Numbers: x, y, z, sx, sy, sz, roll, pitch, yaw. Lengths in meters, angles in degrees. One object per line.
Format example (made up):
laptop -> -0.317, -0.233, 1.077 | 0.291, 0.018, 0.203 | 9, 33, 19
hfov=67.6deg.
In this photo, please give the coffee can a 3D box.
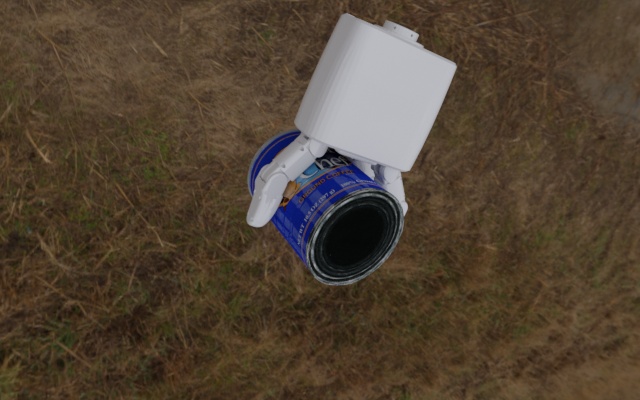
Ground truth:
coffee can -> 0.000, 0.002, 0.477 | 0.103, 0.103, 0.140 | 0, 29, -33
